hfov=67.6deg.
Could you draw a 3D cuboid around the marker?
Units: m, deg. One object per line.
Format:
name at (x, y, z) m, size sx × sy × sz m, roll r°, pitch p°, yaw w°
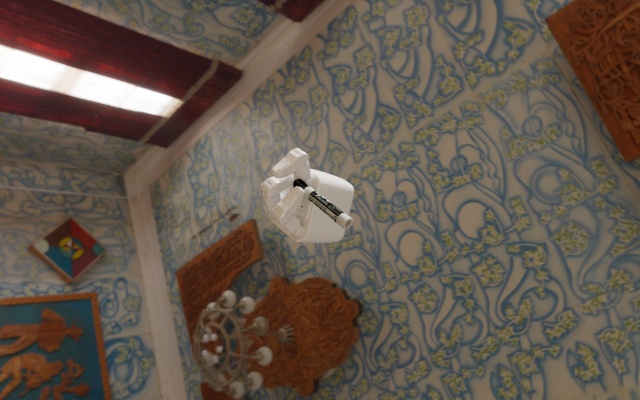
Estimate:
marker at (0.000, 0.002, 0.700) m, size 0.020 × 0.020 × 0.121 m, roll 0°, pitch 31°, yaw -49°
